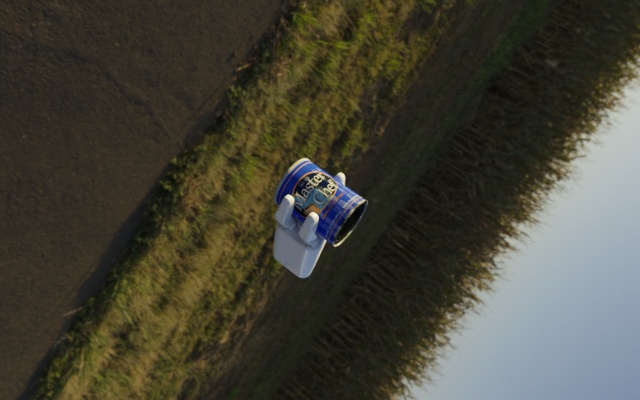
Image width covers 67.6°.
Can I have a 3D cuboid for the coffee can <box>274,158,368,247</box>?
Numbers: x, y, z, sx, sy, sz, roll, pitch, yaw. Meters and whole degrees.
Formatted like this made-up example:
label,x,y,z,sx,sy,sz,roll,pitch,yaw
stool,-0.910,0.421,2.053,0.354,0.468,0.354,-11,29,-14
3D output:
label,x,y,z,sx,sy,sz,roll,pitch,yaw
coffee can,0.000,0.003,0.873,0.140,0.103,0.103,36,11,16
